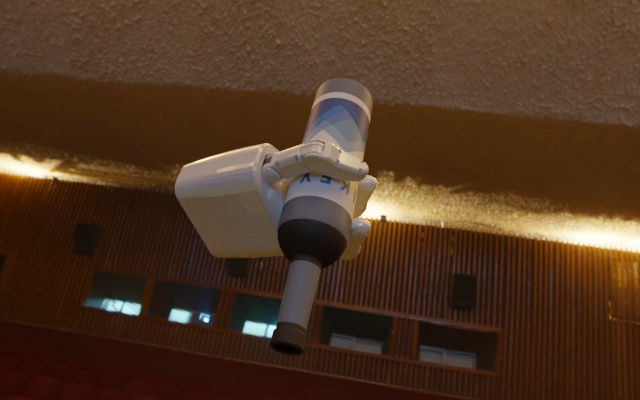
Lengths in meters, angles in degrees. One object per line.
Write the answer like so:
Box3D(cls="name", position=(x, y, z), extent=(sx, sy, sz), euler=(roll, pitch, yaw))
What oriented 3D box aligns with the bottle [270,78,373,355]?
Box3D(cls="bottle", position=(0.000, 0.001, 0.462), extent=(0.069, 0.295, 0.069), euler=(9, -36, 6))
